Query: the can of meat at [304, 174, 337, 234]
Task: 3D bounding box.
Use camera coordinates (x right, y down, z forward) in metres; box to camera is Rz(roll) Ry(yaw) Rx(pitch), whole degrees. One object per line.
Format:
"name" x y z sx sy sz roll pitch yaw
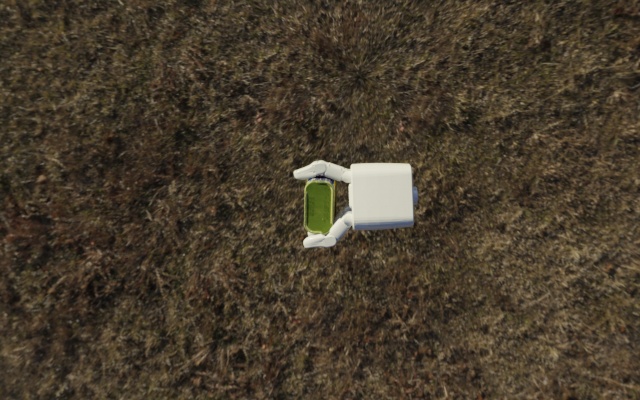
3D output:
"can of meat" 0.000 0.003 0.868 0.057 0.102 0.084 2 15 3
